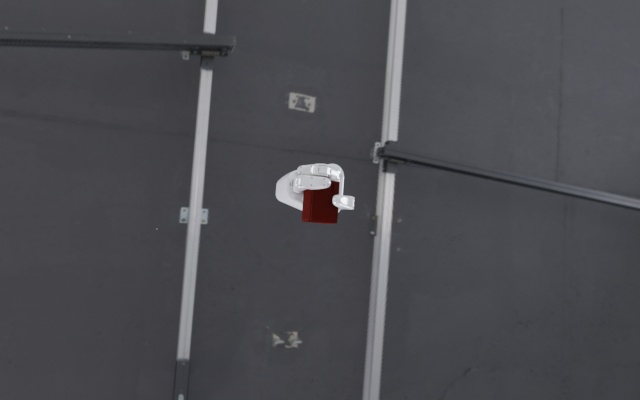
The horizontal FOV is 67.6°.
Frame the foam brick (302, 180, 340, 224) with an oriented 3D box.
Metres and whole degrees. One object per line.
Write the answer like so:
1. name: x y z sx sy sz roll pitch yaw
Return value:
1. foam brick: 0.000 0.003 0.858 0.053 0.078 0.051 6 -6 -19
